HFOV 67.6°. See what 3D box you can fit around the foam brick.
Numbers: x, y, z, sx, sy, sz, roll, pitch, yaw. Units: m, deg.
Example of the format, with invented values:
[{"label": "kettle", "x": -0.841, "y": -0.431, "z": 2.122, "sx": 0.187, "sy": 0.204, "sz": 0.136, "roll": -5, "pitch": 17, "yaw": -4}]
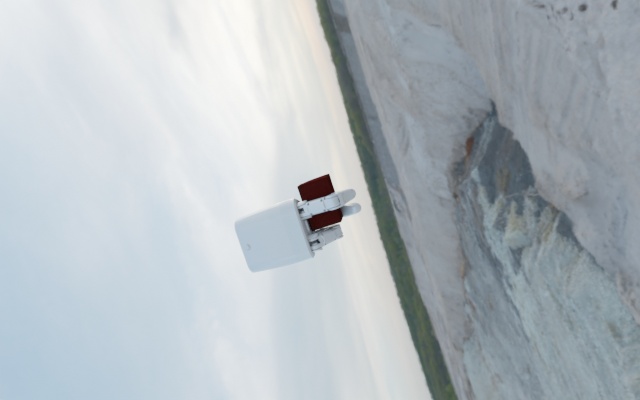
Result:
[{"label": "foam brick", "x": 0.000, "y": 0.002, "z": 0.773, "sx": 0.051, "sy": 0.078, "sz": 0.053, "roll": -17, "pitch": 6, "yaw": 8}]
